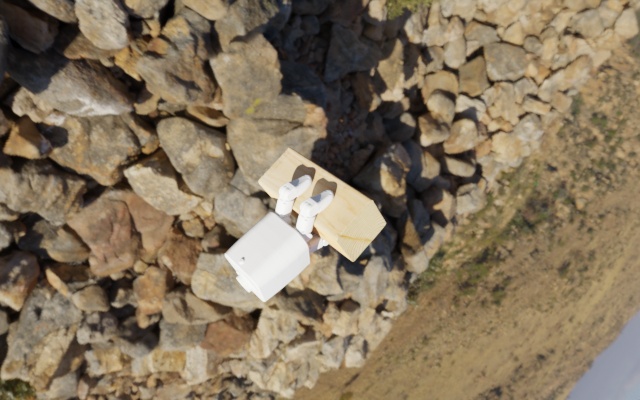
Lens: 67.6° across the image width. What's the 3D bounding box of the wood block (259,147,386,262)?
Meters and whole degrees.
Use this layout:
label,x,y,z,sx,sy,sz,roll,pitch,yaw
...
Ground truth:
label,x,y,z,sx,sy,sz,roll,pitch,yaw
wood block,0.000,0.003,0.833,0.206,0.090,0.091,35,-11,35
